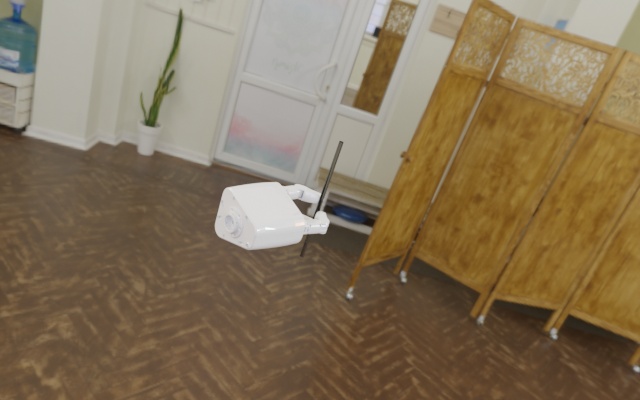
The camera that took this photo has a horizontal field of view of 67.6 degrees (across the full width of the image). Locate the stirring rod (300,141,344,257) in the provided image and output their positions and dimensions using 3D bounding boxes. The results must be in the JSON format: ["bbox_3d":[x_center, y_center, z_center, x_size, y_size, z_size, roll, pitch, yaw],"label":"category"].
[{"bbox_3d":[0.000,0.003,0.877,0.011,0.240,0.011,16,23,-7],"label":"stirring rod"}]
